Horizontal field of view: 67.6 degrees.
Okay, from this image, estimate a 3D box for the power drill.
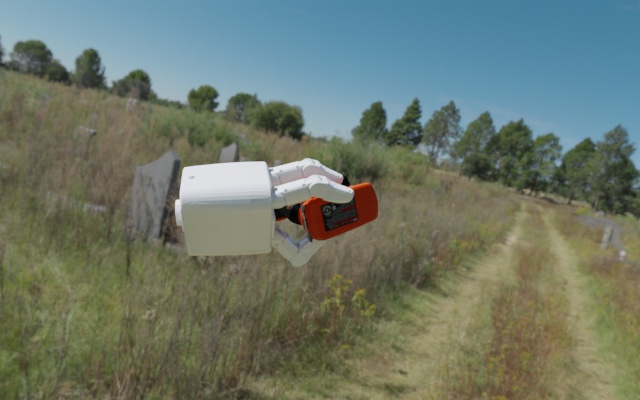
[{"bbox_3d":[0.000,0.002,0.694,0.184,0.057,0.187,-21,13,-26],"label":"power drill"}]
